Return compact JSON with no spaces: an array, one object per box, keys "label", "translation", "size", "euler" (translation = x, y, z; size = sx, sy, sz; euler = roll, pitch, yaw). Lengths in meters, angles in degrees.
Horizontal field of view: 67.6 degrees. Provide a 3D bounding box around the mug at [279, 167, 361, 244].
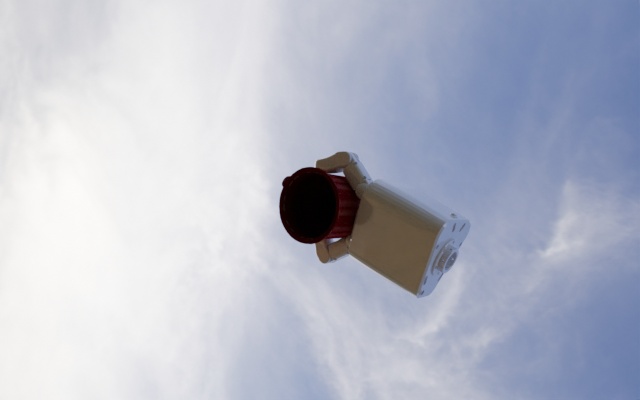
[{"label":"mug","translation":[-0.001,0.001,0.611],"size":[0.117,0.093,0.081],"euler":[33,17,33]}]
